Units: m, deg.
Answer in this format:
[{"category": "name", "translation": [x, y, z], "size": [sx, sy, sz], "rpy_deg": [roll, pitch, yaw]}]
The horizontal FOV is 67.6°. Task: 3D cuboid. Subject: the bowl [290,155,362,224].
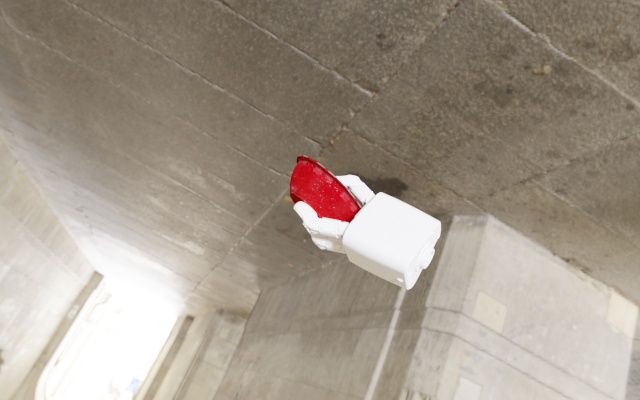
[{"category": "bowl", "translation": [-0.001, 0.002, 0.791], "size": [0.055, 0.162, 0.162], "rpy_deg": [-44, 12, -13]}]
